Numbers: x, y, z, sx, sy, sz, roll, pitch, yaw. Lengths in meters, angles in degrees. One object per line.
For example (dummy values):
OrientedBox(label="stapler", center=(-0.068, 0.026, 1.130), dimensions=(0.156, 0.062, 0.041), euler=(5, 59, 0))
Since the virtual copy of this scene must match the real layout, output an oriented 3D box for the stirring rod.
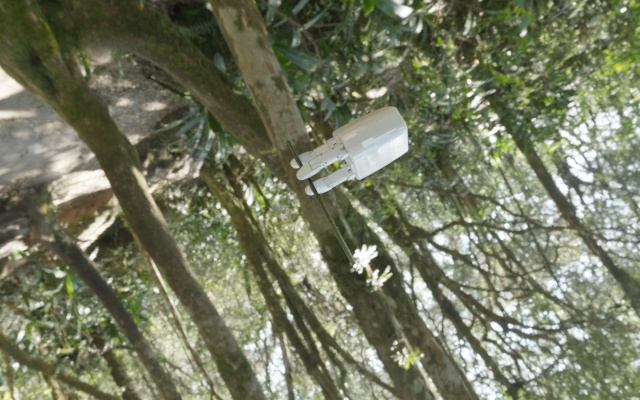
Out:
OrientedBox(label="stirring rod", center=(0.000, 0.003, 0.816), dimensions=(0.011, 0.239, 0.011), euler=(-28, -6, -3))
